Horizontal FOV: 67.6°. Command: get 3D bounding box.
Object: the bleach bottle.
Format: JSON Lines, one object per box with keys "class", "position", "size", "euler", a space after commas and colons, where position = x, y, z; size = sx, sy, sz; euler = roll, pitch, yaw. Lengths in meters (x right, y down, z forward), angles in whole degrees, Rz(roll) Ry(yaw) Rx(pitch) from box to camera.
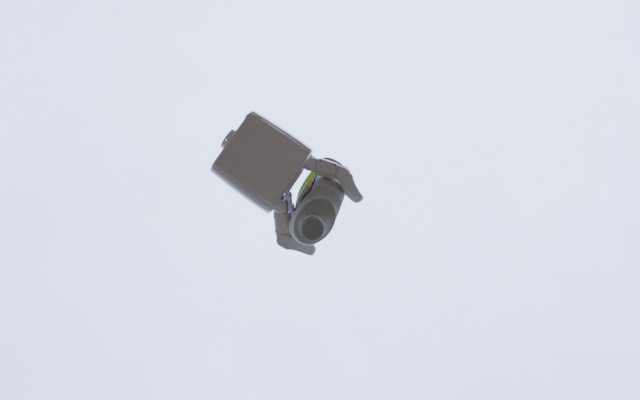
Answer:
{"class": "bleach bottle", "position": [0.000, 0.002, 0.714], "size": [0.068, 0.102, 0.250], "euler": [35, 12, -5]}
